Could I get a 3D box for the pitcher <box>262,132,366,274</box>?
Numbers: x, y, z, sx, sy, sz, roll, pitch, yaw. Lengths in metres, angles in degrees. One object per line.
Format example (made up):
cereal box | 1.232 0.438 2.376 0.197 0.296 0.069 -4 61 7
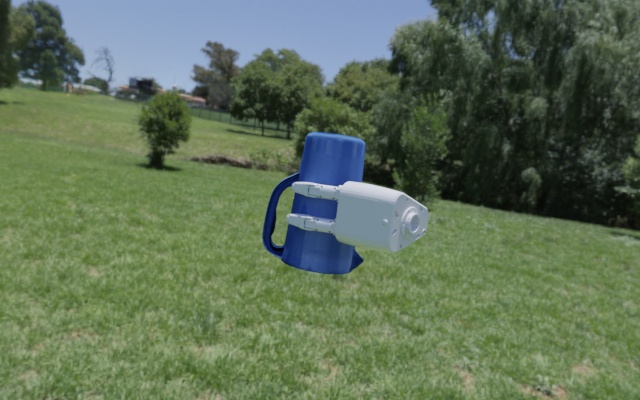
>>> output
pitcher | 0.000 0.003 0.859 0.145 0.243 0.149 12 6 42
